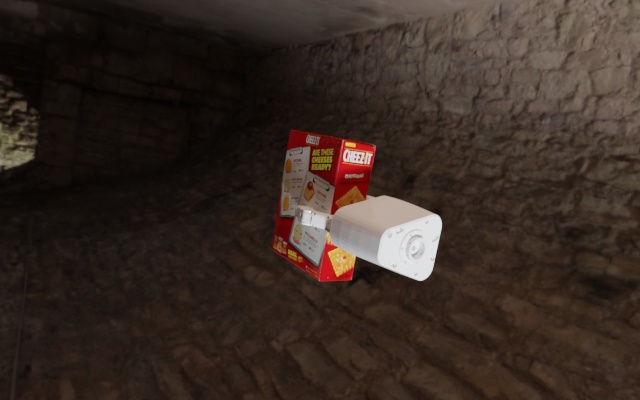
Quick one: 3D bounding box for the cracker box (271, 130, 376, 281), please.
[{"bbox_3d":[0.000,0.003,0.774,0.072,0.214,0.164,5,10,-33],"label":"cracker box"}]
